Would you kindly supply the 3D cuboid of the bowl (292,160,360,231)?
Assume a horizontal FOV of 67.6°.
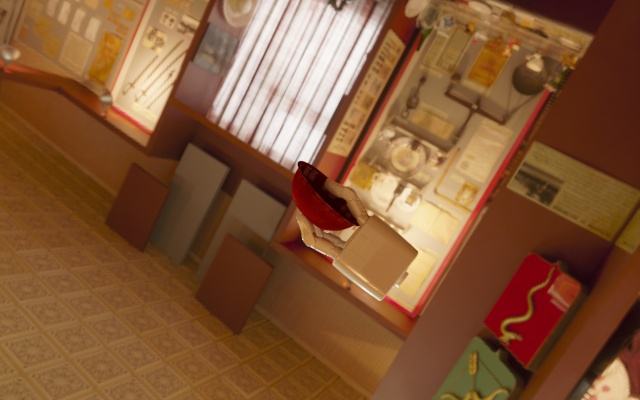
[{"bbox_3d":[-0.001,0.002,0.865,0.055,0.162,0.162,-44,-13,14],"label":"bowl"}]
